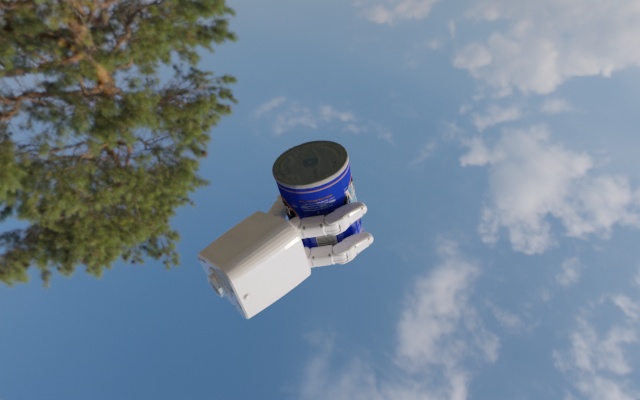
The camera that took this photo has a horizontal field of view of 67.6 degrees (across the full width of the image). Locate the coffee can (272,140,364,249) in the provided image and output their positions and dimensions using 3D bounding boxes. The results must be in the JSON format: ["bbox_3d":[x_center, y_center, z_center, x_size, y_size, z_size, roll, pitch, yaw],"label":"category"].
[{"bbox_3d":[0.000,0.002,0.669,0.103,0.140,0.102,-10,37,7],"label":"coffee can"}]
